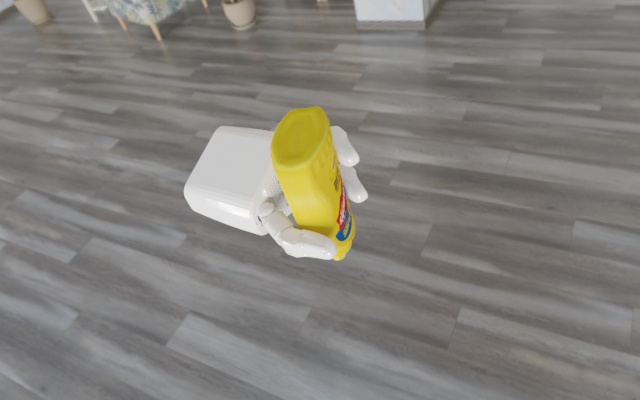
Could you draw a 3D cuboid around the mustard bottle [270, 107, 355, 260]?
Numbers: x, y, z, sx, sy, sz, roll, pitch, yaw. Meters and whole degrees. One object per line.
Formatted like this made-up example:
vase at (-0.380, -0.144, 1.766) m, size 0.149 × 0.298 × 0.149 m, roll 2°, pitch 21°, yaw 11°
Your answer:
mustard bottle at (0.000, 0.002, 0.518) m, size 0.058 × 0.096 × 0.192 m, roll -5°, pitch -44°, yaw 12°
